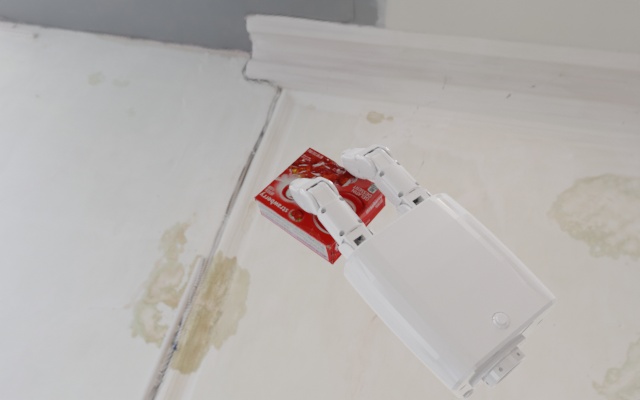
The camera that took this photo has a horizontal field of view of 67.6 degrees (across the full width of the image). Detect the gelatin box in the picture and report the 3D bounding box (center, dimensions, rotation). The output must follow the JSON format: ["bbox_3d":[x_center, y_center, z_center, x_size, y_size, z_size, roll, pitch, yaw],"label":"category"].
[{"bbox_3d":[0.000,0.001,0.414,0.089,0.073,0.030,32,-26,29],"label":"gelatin box"}]
